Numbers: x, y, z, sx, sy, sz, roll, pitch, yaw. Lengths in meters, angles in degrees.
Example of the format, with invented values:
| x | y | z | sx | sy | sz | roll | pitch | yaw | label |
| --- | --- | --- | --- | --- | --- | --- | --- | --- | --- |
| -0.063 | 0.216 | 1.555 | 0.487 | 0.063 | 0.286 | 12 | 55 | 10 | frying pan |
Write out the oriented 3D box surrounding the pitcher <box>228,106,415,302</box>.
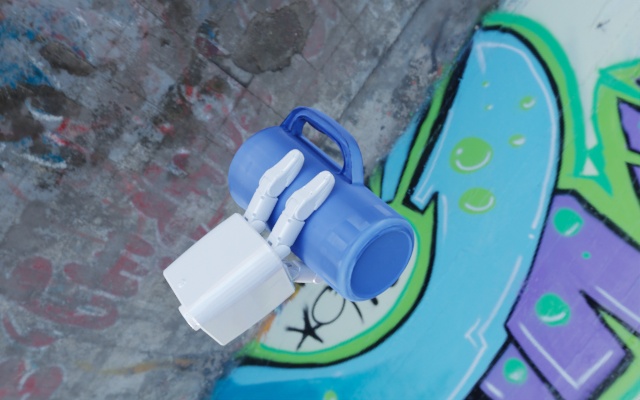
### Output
| x | y | z | sx | sy | sz | roll | pitch | yaw | label |
| --- | --- | --- | --- | --- | --- | --- | --- | --- | --- |
| 0.000 | 0.002 | 0.583 | 0.145 | 0.149 | 0.242 | -37 | 46 | -15 | pitcher |
